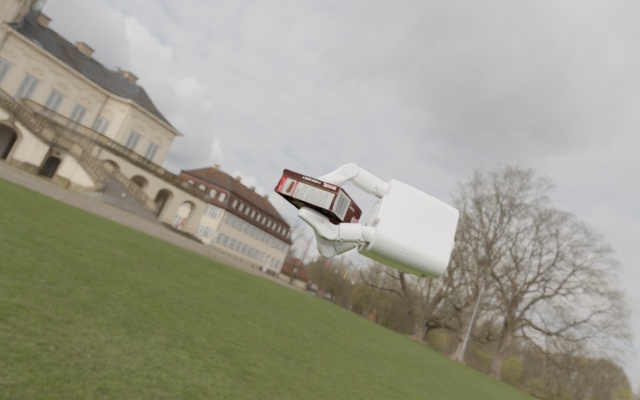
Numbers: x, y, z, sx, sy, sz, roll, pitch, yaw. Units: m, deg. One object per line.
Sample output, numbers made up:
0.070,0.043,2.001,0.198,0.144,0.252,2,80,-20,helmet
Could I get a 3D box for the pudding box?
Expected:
0.000,0.002,0.659,0.090,0.039,0.113,19,-13,24,pudding box
